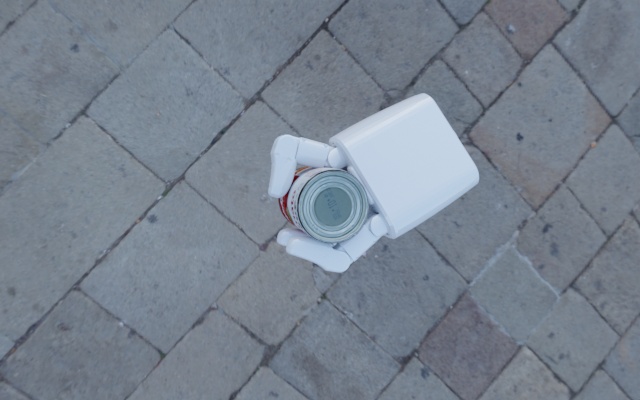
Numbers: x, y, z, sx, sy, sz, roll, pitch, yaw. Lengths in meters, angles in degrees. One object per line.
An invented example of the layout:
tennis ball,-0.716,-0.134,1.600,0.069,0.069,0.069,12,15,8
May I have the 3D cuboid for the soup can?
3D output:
soup can,0.000,0.002,0.467,0.068,0.068,0.102,0,5,-14
